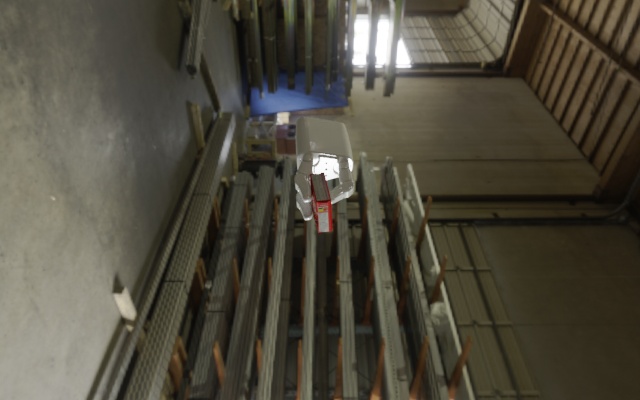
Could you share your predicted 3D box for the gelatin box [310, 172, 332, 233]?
[{"bbox_3d":[0.001,0.003,0.875,0.030,0.073,0.089,-7,39,-6],"label":"gelatin box"}]
